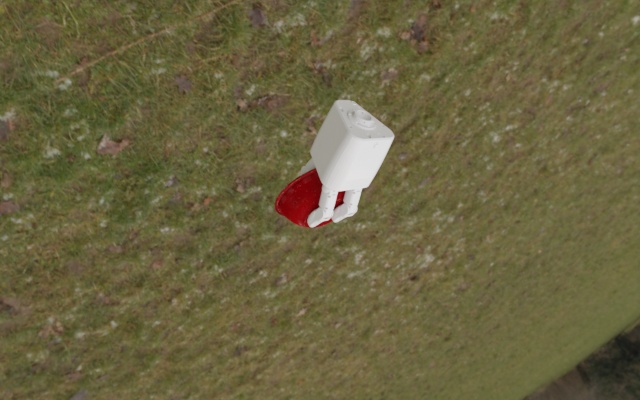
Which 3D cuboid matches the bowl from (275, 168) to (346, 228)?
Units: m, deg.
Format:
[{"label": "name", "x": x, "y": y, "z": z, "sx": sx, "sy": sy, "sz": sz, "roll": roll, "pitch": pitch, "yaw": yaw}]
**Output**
[{"label": "bowl", "x": 0.000, "y": 0.004, "z": 0.874, "sx": 0.162, "sy": 0.055, "sz": 0.162, "roll": -23, "pitch": -24, "yaw": -11}]
